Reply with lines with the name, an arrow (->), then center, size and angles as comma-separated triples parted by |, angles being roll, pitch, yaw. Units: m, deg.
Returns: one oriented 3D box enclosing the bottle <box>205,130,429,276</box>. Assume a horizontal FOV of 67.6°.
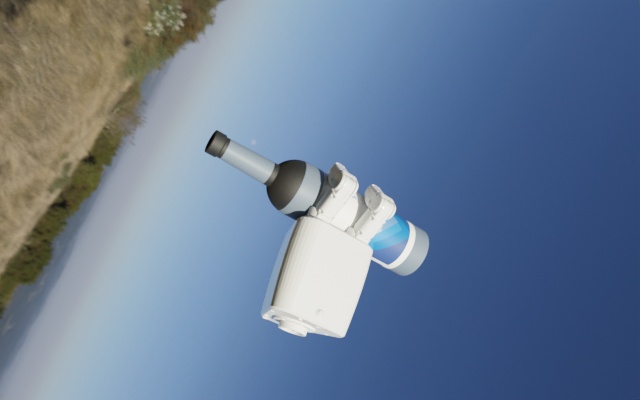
bottle -> 0.000, 0.002, 0.571 | 0.296, 0.069, 0.069 | 29, -12, -23
